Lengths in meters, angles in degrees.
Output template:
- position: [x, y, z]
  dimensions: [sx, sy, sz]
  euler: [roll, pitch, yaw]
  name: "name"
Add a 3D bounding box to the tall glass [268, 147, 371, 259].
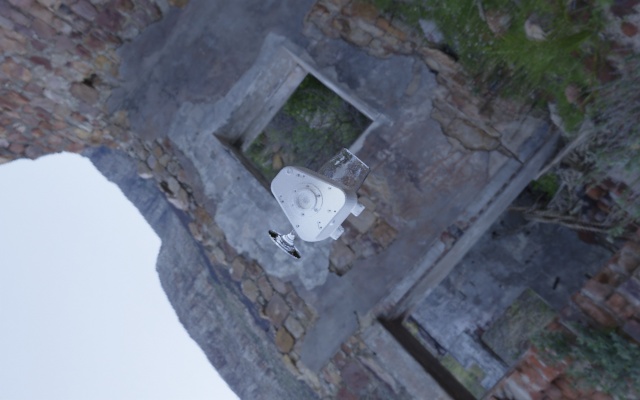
- position: [0.000, 0.003, 0.833]
  dimensions: [0.079, 0.201, 0.079]
  euler: [40, 7, -5]
  name: "tall glass"
